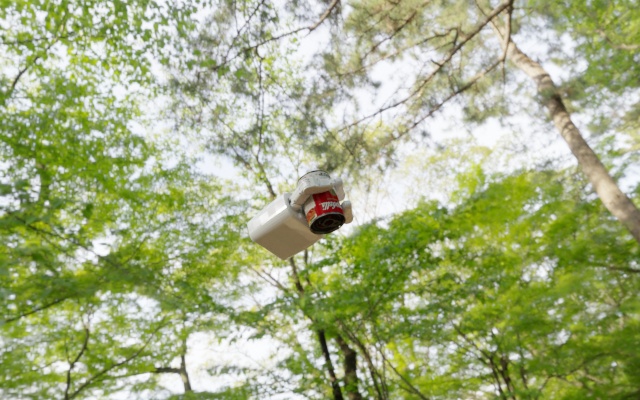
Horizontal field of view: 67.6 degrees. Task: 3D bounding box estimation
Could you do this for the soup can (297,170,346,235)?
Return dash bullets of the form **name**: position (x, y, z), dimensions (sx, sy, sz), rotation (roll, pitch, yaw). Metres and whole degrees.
- **soup can**: position (0.000, 0.002, 0.885), dimensions (0.068, 0.102, 0.069), rotation (-12, -34, -8)
